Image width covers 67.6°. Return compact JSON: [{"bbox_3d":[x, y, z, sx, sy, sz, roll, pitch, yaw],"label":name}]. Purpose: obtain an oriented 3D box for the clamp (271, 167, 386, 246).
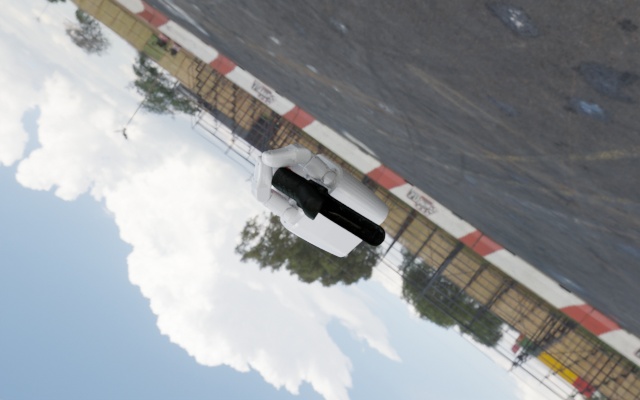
[{"bbox_3d":[0.000,0.002,0.567,0.120,0.039,0.171,34,4,-33],"label":"clamp"}]
